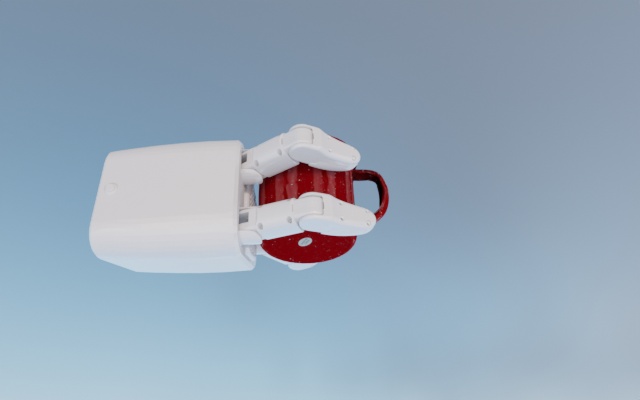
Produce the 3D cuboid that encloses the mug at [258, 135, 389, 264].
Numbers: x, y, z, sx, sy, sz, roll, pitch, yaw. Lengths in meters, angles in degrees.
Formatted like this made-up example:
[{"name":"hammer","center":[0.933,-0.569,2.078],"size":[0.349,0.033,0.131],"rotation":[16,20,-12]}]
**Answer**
[{"name":"mug","center":[0.002,0.001,0.409],"size":[0.117,0.081,0.093],"rotation":[-3,-32,0]}]
